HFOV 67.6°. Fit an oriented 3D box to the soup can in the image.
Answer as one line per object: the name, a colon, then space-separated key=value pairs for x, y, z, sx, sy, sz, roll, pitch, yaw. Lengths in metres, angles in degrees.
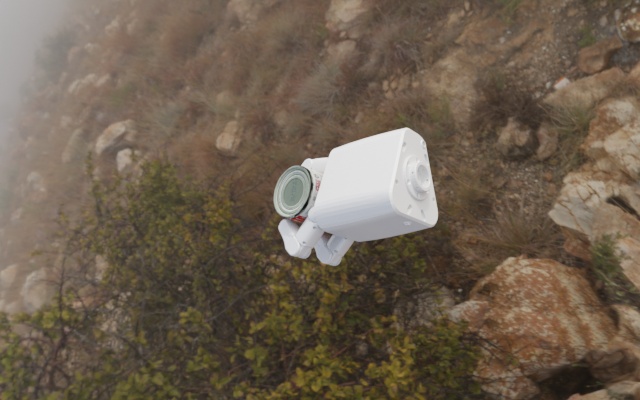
soup can: x=0.000 y=0.002 z=0.604 sx=0.068 sy=0.068 sz=0.102 roll=0 pitch=-15 yaw=45
